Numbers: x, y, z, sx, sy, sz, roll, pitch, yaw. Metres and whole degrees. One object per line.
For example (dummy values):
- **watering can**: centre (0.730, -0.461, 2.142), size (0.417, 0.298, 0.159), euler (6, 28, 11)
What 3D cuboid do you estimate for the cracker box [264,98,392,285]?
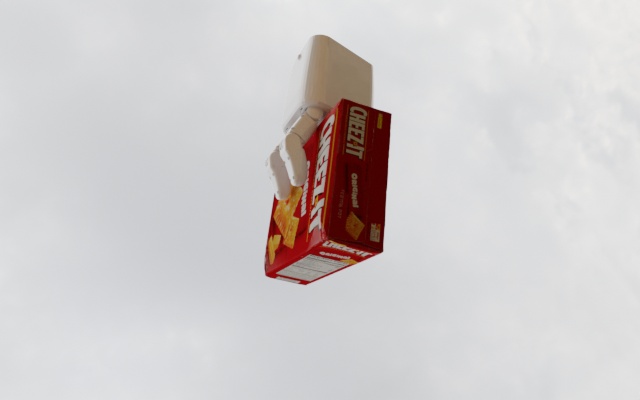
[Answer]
- **cracker box**: centre (0.000, 0.002, 0.580), size (0.072, 0.164, 0.214), euler (14, -23, -19)
